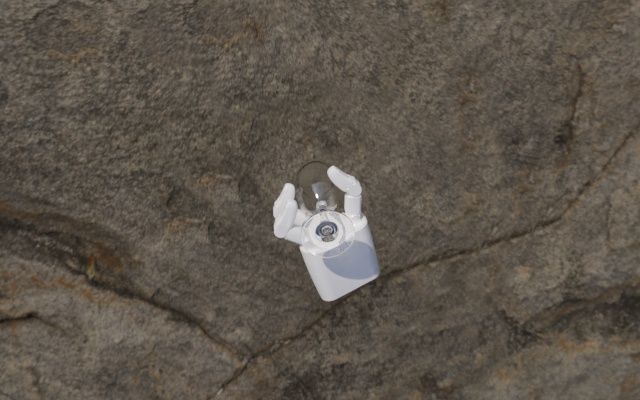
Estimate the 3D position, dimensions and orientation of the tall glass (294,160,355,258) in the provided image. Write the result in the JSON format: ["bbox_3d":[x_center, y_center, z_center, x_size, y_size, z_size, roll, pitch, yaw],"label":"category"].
[{"bbox_3d":[0.000,0.003,0.730,0.079,0.079,0.201,0,27,-7],"label":"tall glass"}]
